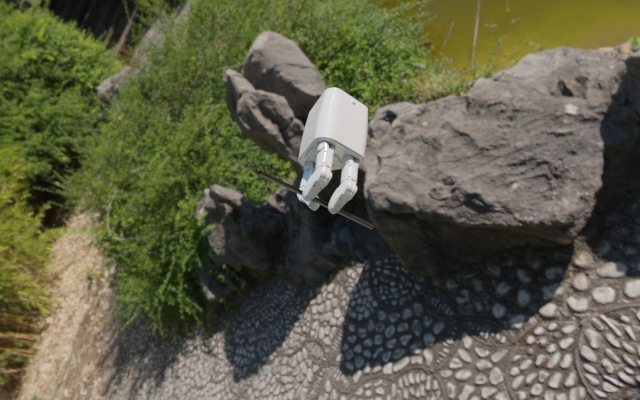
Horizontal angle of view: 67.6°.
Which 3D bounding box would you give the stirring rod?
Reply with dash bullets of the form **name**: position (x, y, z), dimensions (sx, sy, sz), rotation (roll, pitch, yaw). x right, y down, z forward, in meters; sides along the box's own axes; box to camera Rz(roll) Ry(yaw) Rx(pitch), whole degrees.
- **stirring rod**: position (0.000, 0.003, 0.782), dimensions (0.239, 0.011, 0.011), rotation (26, -14, -32)
